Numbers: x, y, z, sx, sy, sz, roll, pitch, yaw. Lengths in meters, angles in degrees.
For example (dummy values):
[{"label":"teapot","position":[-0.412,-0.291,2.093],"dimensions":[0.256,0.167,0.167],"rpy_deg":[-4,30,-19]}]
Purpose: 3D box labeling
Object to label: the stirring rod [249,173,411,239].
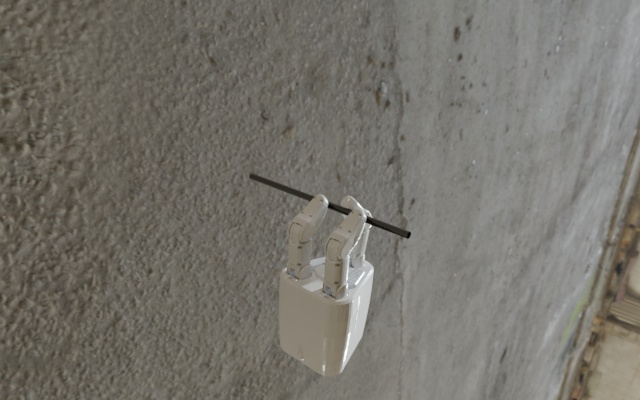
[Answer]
[{"label":"stirring rod","position":[0.000,0.002,0.565],"dimensions":[0.239,0.011,0.011],"rpy_deg":[20,12,35]}]
